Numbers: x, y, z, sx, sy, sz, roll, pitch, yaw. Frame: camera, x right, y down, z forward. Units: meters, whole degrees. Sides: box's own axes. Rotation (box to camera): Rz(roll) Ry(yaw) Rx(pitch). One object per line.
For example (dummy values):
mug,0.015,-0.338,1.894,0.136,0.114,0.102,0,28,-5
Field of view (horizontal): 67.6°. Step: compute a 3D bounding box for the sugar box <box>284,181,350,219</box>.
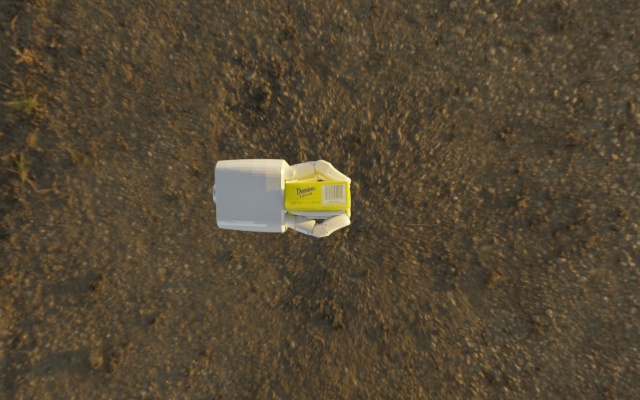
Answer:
sugar box,0.000,0.002,0.747,0.093,0.048,0.176,-1,-4,3
